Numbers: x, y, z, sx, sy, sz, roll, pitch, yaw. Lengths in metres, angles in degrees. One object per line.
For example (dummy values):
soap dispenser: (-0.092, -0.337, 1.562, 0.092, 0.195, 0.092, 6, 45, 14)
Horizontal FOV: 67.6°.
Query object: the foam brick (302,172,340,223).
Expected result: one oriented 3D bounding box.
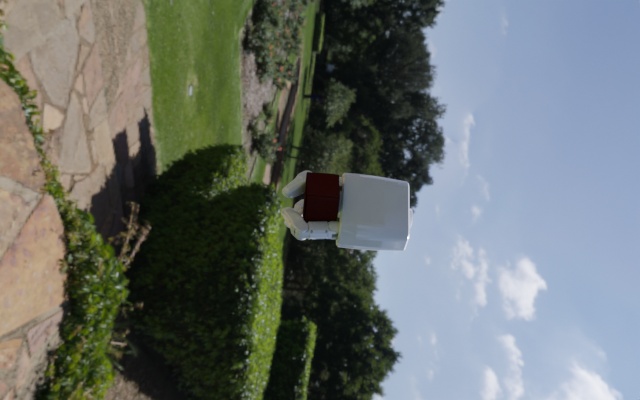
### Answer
foam brick: (0.000, 0.002, 0.730, 0.051, 0.053, 0.078, 4, -44, -3)
